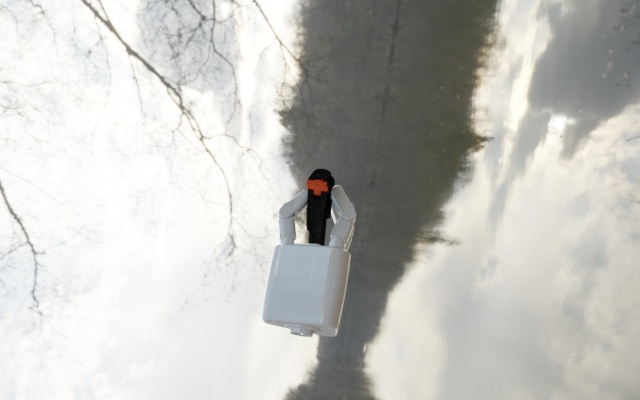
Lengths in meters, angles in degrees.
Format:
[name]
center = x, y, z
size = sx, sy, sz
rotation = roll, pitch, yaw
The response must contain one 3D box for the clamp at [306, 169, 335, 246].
[clamp]
center = -0.001, 0.002, 0.714
size = 0.036, 0.164, 0.210
rotation = 7, -24, 4
